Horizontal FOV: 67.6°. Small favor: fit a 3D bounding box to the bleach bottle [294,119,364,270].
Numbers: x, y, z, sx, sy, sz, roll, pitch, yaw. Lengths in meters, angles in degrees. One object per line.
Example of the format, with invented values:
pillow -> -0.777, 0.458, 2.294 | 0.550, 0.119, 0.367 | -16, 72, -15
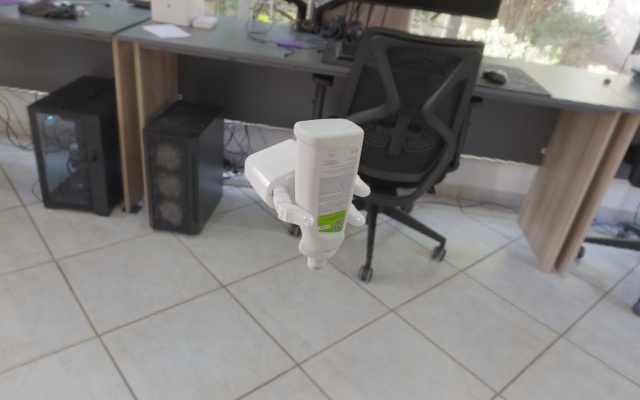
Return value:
bleach bottle -> 0.000, 0.002, 0.746 | 0.102, 0.251, 0.068 | -10, 33, -29
